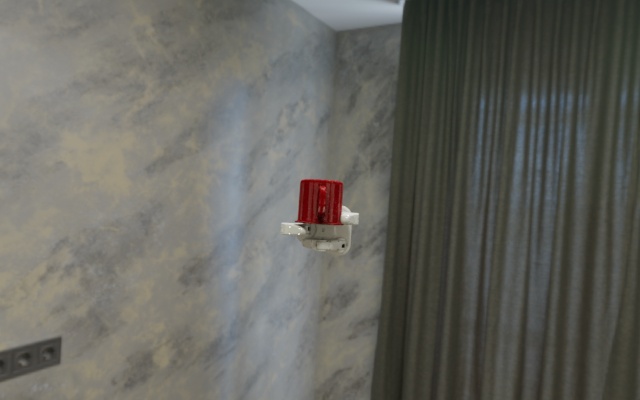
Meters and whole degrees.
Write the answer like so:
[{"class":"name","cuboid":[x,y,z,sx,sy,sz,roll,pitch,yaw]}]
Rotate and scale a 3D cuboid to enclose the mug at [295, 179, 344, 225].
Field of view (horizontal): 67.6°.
[{"class":"mug","cuboid":[0.000,0.003,0.884,0.093,0.081,0.117,4,-1,0]}]
